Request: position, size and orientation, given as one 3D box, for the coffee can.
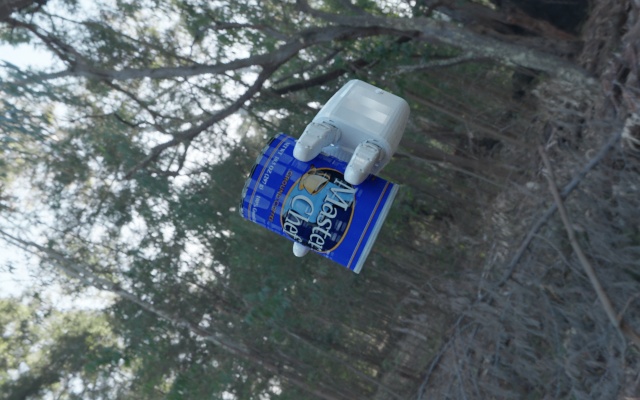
[{"bbox_3d":[0.000,0.002,0.511,0.140,0.103,0.103,25,3,7],"label":"coffee can"}]
